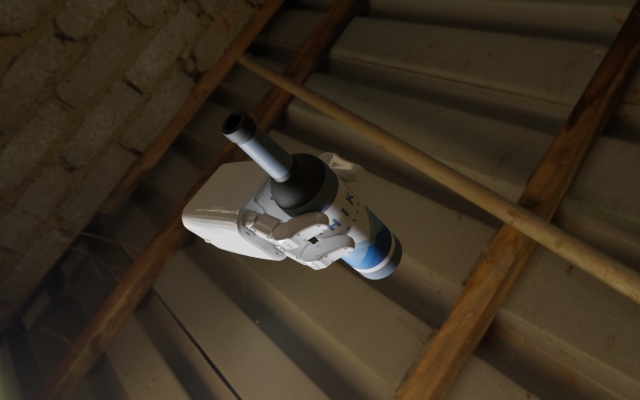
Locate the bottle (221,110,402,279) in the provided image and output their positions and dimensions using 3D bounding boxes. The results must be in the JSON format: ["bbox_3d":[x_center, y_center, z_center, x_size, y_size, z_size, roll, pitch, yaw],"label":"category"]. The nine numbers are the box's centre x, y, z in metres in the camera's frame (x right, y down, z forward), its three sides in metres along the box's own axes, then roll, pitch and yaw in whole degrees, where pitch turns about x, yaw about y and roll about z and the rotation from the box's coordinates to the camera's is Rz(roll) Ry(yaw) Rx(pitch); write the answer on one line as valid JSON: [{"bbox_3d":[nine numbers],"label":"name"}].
[{"bbox_3d":[0.000,0.002,0.521,0.069,0.069,0.296,0,-29,36],"label":"bottle"}]
